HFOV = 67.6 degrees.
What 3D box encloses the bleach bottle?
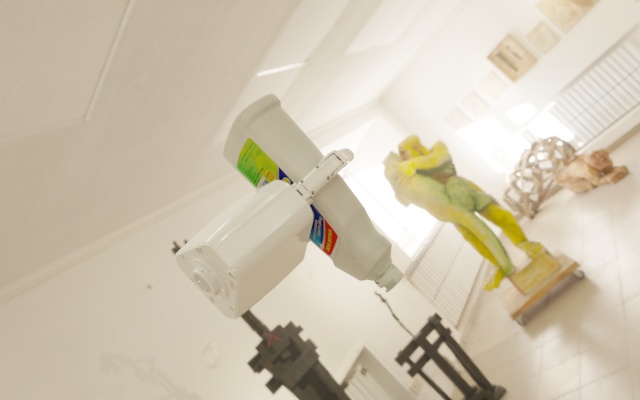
[{"bbox_3d":[0.000,0.002,0.544,0.068,0.251,0.103,-42,-5,-35],"label":"bleach bottle"}]
